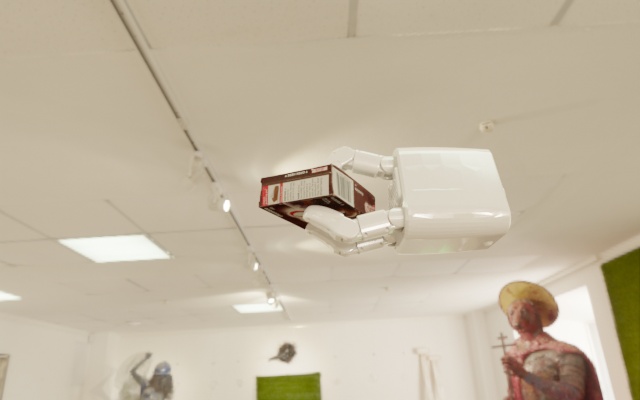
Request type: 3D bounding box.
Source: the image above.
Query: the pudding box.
[{"bbox_3d":[0.000,0.002,0.528,0.090,0.039,0.113,-10,-24,27],"label":"pudding box"}]
